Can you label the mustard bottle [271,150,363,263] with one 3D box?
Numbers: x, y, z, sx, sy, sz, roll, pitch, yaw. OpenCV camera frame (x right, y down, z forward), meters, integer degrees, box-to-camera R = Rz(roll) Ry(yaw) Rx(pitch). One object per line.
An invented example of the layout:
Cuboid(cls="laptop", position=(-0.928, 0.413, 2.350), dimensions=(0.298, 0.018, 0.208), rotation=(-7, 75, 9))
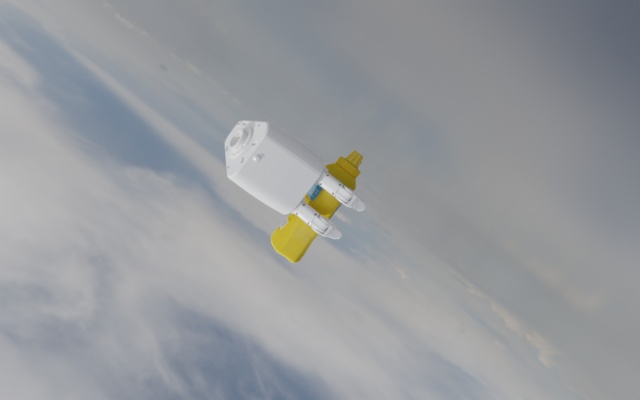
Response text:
Cuboid(cls="mustard bottle", position=(0.000, 0.003, 0.743), dimensions=(0.058, 0.191, 0.096), rotation=(37, 6, -9))
